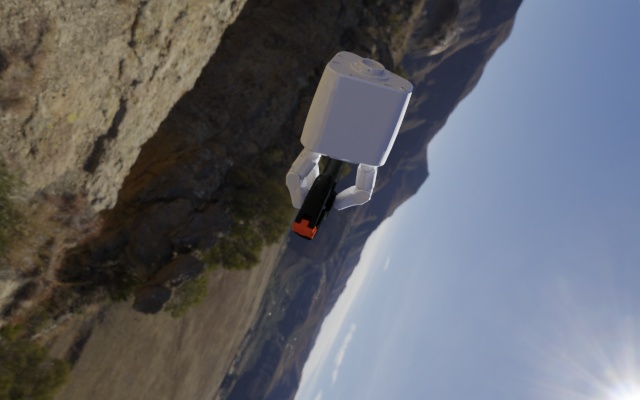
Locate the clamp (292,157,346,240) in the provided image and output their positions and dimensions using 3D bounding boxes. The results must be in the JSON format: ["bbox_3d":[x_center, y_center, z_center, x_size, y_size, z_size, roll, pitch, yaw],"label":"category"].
[{"bbox_3d":[0.001,0.003,0.676,0.036,0.165,0.210,21,34,5],"label":"clamp"}]
